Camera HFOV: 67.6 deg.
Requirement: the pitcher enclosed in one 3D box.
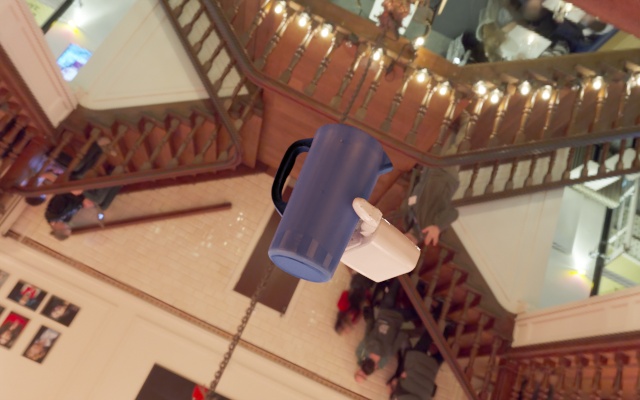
[{"bbox_3d":[0.000,0.003,0.785,0.145,0.242,0.149,35,-26,-23],"label":"pitcher"}]
